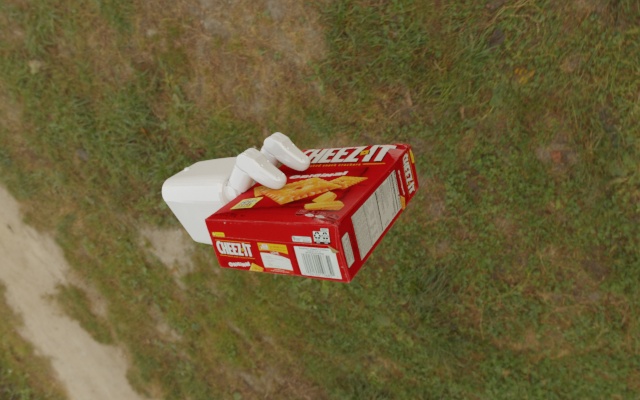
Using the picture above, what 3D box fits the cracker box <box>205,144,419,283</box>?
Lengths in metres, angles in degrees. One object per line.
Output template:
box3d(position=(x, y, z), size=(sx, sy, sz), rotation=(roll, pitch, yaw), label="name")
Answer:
box3d(position=(0.000, 0.002, 0.555), size=(0.164, 0.072, 0.213), rotation=(1, 27, 31), label="cracker box")
